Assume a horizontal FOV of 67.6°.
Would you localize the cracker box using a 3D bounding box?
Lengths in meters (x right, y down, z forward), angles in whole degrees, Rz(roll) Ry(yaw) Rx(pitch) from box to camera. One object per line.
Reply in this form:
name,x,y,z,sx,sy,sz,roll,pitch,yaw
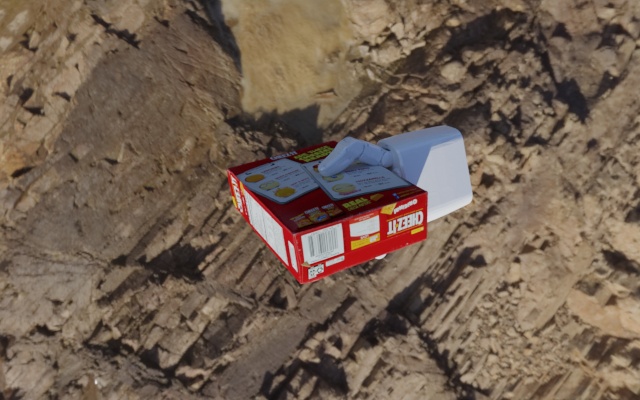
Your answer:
cracker box,0.000,0.002,0.584,0.164,0.072,0.213,-17,28,-23
